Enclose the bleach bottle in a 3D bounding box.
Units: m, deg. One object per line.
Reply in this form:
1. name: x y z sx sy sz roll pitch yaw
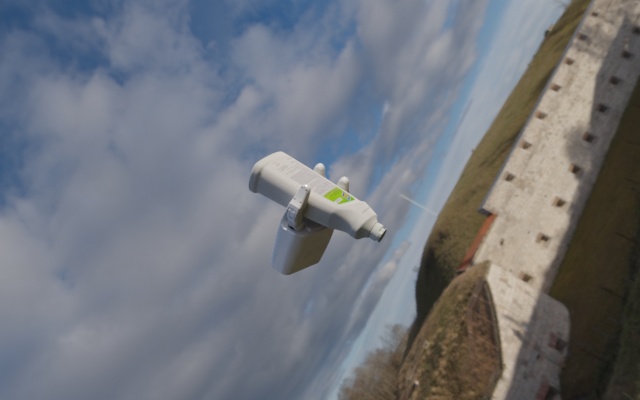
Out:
1. bleach bottle: 0.000 0.003 0.853 0.251 0.068 0.102 31 35 17
